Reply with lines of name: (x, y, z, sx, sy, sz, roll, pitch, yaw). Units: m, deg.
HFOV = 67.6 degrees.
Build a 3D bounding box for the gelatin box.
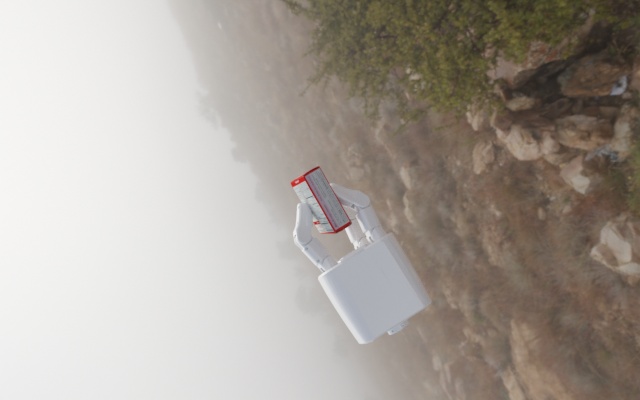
gelatin box: (0.000, 0.002, 0.648, 0.030, 0.089, 0.073, -32, 4, -16)
